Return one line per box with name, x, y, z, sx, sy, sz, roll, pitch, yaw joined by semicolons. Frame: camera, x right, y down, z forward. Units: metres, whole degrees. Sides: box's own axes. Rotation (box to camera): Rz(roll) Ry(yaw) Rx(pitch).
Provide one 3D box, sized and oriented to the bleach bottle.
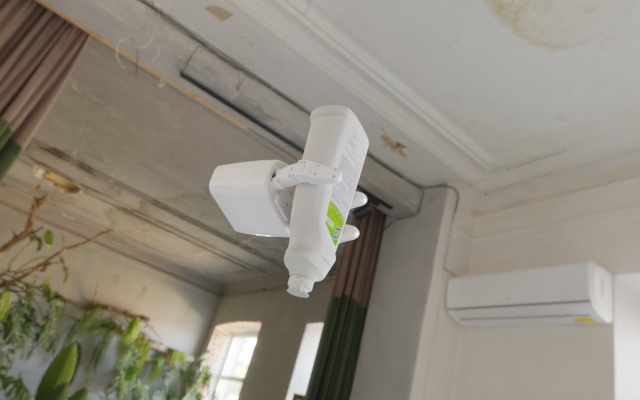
bleach bottle;0.000;0.002;0.636;0.068;0.250;0.103;0;-30;30
